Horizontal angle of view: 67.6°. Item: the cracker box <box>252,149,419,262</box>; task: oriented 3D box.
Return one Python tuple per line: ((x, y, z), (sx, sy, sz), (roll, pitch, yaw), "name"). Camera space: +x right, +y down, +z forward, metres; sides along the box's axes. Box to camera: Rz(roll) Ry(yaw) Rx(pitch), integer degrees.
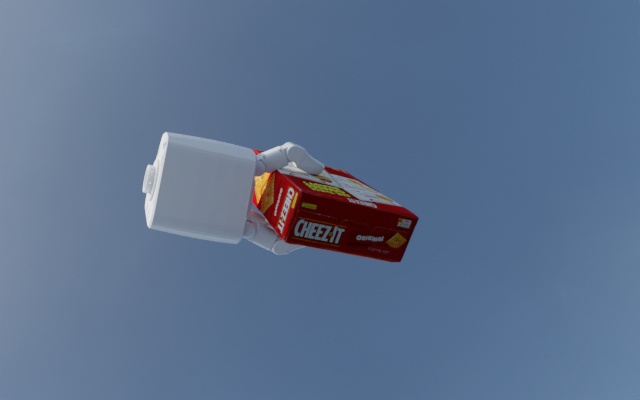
((0.000, 0.002, 0.640), (0.164, 0.072, 0.213), (12, 14, -26), "cracker box")
